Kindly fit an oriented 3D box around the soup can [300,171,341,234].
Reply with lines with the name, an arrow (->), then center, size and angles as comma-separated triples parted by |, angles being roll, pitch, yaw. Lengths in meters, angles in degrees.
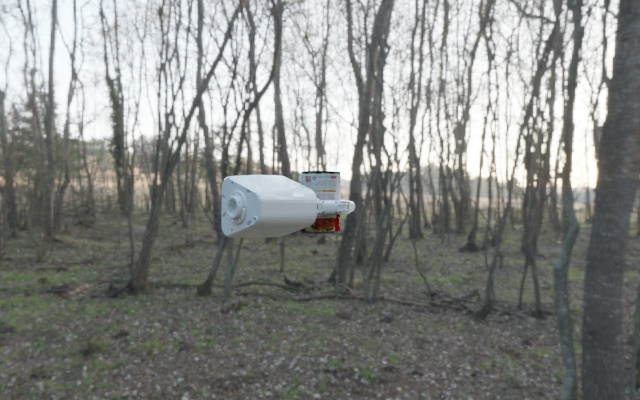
soup can -> 0.001, 0.002, 0.800 | 0.068, 0.102, 0.068 | 0, 1, 0
